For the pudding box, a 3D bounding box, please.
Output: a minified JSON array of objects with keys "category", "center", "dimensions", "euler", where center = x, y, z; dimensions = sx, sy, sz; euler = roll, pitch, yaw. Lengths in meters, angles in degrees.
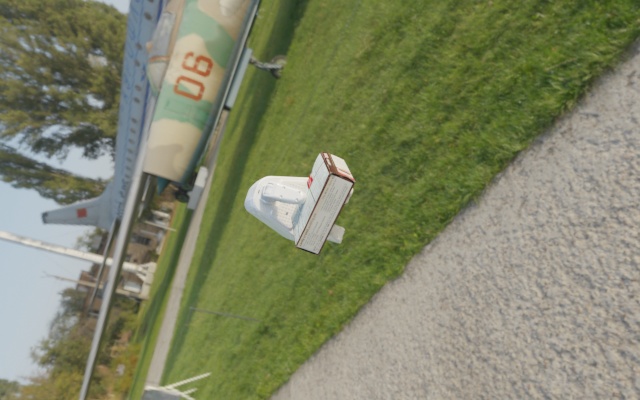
[{"category":"pudding box","center":[0.000,0.002,0.630],"dimensions":[0.039,0.113,0.090],"euler":[18,19,-16]}]
